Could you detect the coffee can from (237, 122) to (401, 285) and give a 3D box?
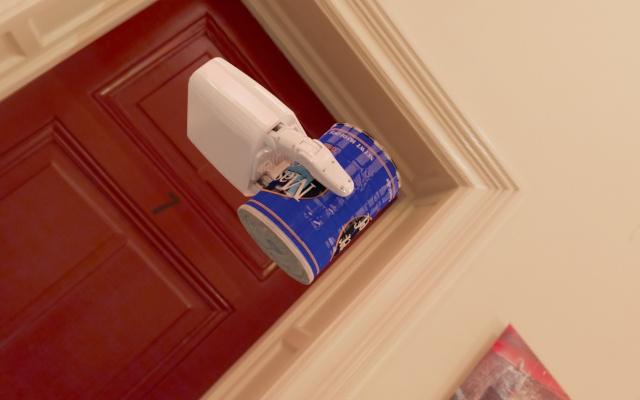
[{"bbox_3d":[0.000,0.002,0.496,0.140,0.103,0.103,-43,17,-19],"label":"coffee can"}]
